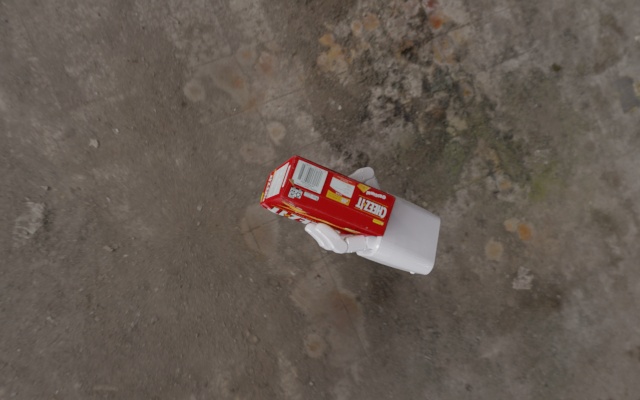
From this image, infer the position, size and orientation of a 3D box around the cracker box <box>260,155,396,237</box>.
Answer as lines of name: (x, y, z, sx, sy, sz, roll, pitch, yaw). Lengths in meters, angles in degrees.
cracker box: (0.000, 0.002, 0.771, 0.164, 0.072, 0.214, 22, -9, -13)
